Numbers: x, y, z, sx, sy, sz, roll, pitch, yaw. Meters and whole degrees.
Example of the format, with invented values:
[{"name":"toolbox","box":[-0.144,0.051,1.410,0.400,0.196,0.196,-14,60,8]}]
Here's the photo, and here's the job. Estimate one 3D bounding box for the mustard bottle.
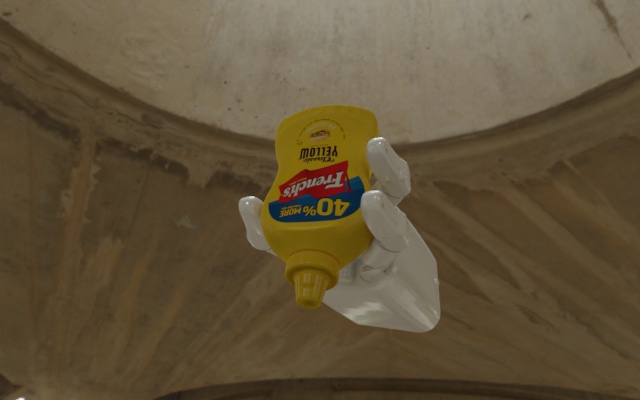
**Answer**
[{"name":"mustard bottle","box":[0.000,0.001,0.403,0.096,0.191,0.058,-3,-40,11]}]
